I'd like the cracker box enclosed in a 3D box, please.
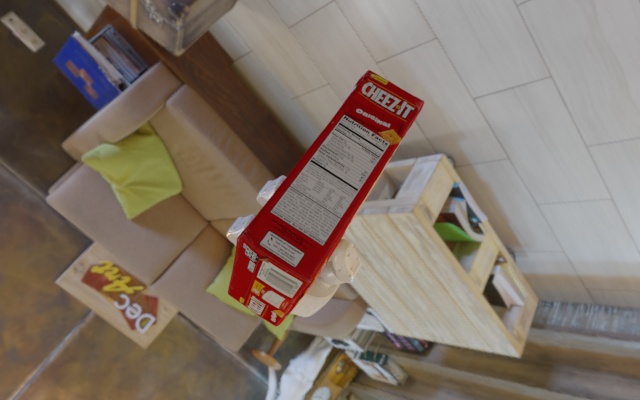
[{"bbox_3d":[0.000,0.002,0.465,0.072,0.213,0.164,33,-29,3],"label":"cracker box"}]
